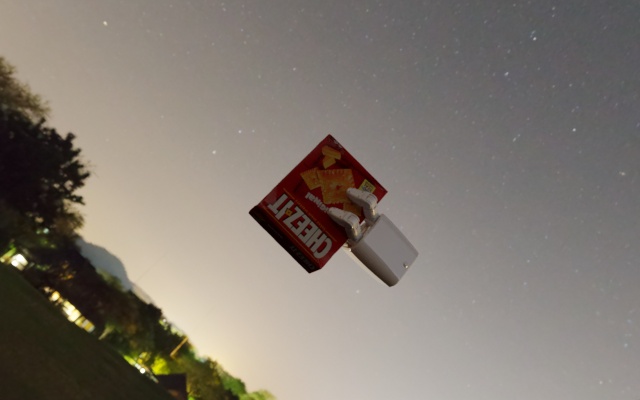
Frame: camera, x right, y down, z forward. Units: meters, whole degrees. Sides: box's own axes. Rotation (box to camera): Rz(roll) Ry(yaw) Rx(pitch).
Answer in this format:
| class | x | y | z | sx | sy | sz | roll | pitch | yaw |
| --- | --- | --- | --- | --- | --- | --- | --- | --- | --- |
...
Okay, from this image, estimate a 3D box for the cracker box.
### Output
| class | x | y | z | sx | sy | sz | roll | pitch | yaw |
| --- | --- | --- | --- | --- | --- | --- | --- | --- | --- |
| cracker box | 0.000 | 0.003 | 0.899 | 0.213 | 0.164 | 0.072 | -47 | 5 | -25 |
